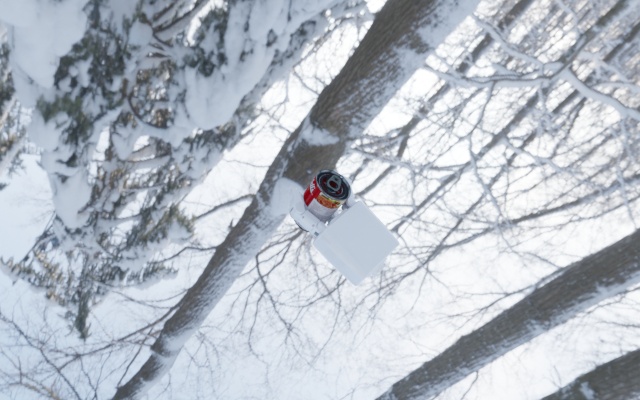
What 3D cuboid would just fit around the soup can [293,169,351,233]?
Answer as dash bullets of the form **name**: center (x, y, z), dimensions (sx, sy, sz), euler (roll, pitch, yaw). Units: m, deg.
- **soup can**: center (0.000, 0.003, 0.845), dimensions (0.068, 0.068, 0.102), euler (0, -37, -35)
